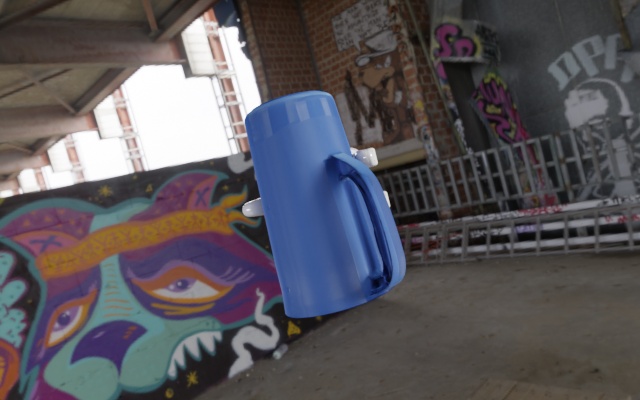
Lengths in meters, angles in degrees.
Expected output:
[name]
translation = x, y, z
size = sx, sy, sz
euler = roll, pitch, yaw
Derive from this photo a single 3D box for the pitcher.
[pitcher]
translation = 0.000, 0.002, 0.551
size = 0.149, 0.243, 0.145
euler = -15, 1, 6
